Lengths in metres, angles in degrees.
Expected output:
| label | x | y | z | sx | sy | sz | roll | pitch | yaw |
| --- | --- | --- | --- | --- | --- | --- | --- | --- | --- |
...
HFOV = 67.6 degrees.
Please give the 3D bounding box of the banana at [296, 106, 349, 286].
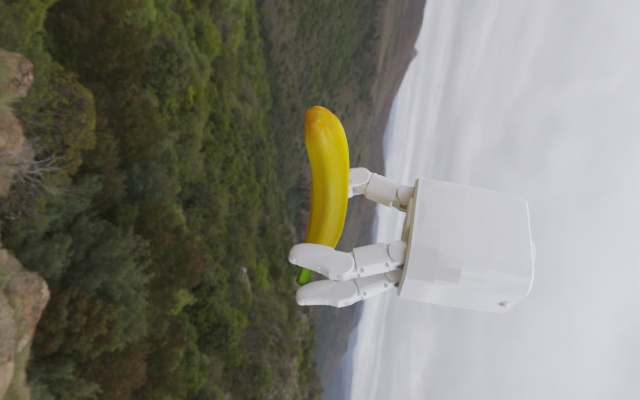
| label | x | y | z | sx | sy | sz | roll | pitch | yaw |
| --- | --- | --- | --- | --- | --- | --- | --- | --- | --- |
| banana | 0.005 | -0.007 | 0.434 | 0.037 | 0.198 | 0.069 | 11 | 40 | 10 |
